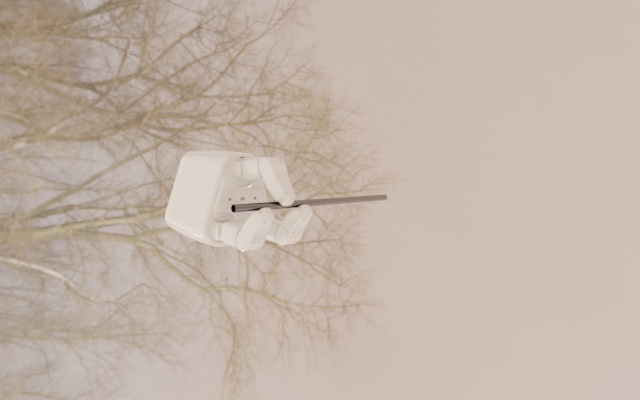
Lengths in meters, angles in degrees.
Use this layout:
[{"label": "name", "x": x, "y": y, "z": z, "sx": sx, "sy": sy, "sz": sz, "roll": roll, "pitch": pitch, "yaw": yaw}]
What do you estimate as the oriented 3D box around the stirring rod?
[{"label": "stirring rod", "x": 0.000, "y": 0.002, "z": 0.554, "sx": 0.239, "sy": 0.011, "sz": 0.011, "roll": -4, "pitch": 3, "yaw": -44}]
